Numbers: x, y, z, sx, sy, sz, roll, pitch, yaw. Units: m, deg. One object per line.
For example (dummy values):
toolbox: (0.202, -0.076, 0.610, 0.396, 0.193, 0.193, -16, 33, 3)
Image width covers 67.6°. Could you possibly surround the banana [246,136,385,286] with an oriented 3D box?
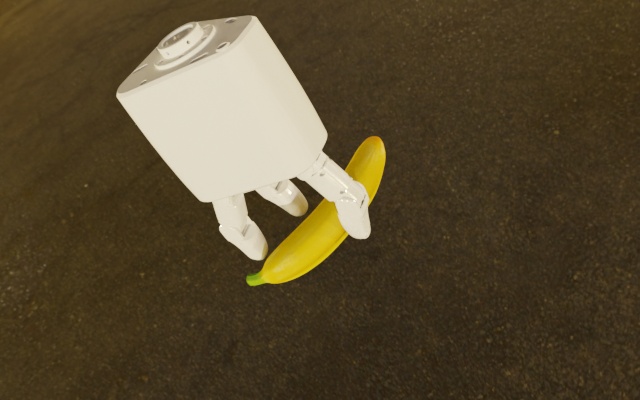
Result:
banana: (0.009, 0.009, 0.447, 0.069, 0.197, 0.037, 24, -25, 51)
